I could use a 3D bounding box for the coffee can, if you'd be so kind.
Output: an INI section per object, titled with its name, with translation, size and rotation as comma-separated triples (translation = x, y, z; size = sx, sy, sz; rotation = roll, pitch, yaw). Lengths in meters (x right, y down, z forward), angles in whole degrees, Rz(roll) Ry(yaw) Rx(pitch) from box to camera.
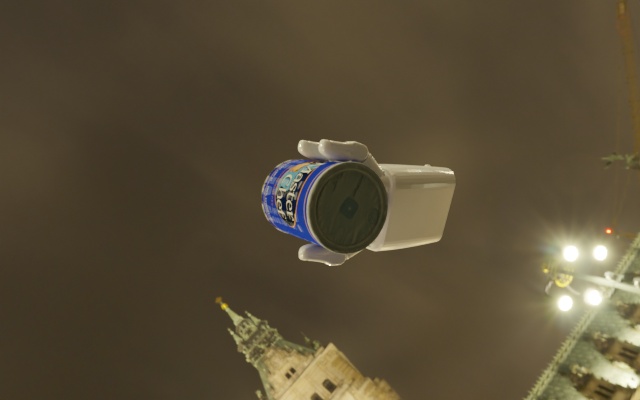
[coffee can]
translation = 0.000, 0.002, 0.585
size = 0.103, 0.103, 0.140
rotation = 0, 6, -28
